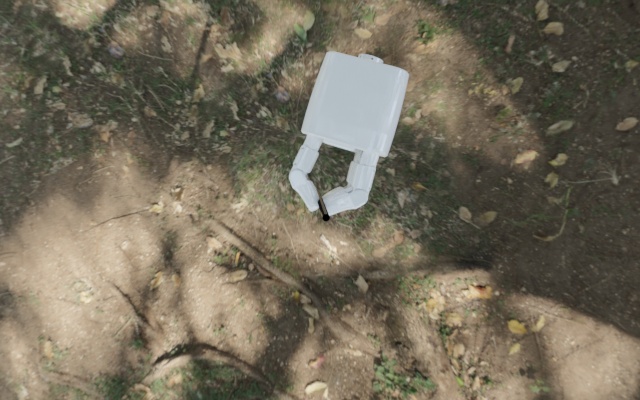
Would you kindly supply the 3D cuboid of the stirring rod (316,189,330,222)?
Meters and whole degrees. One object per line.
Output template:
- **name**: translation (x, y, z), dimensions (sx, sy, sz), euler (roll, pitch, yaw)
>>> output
- **stirring rod**: translation (0.000, 0.002, 0.615), dimensions (0.011, 0.011, 0.239), euler (0, 8, -3)
